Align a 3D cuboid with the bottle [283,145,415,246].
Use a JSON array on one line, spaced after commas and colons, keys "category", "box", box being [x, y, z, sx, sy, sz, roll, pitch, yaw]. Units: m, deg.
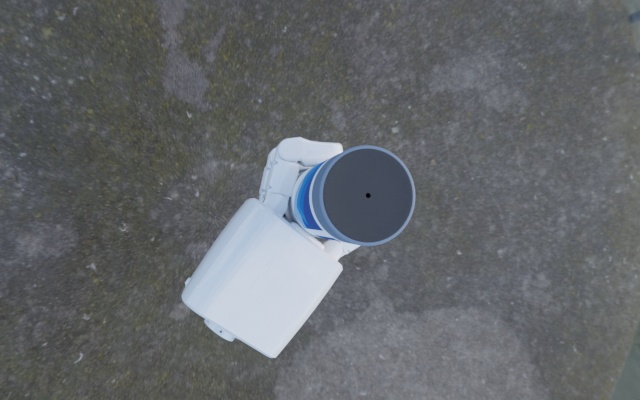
[{"category": "bottle", "box": [0.000, 0.001, 0.456, 0.069, 0.069, 0.296, 0, -2, -12]}]
